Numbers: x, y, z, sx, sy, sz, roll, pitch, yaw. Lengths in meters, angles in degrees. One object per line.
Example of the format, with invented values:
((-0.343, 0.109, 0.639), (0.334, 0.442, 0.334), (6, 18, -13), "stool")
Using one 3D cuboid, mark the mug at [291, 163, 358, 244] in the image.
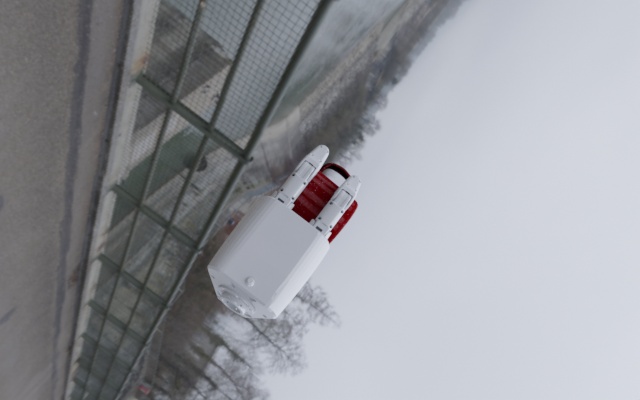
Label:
((0.001, 0.001, 0.620), (0.081, 0.117, 0.093), (39, -27, -1), "mug")
